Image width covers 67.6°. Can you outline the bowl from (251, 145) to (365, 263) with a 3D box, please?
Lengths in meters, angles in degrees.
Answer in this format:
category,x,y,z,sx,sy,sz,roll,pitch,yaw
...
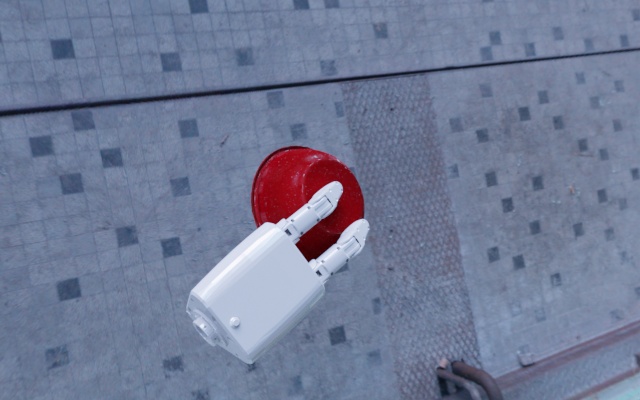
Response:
category,x,y,z,sx,sy,sz,roll,pitch,yaw
bowl,0.001,0.001,0.573,0.162,0.162,0.055,0,-15,-38
